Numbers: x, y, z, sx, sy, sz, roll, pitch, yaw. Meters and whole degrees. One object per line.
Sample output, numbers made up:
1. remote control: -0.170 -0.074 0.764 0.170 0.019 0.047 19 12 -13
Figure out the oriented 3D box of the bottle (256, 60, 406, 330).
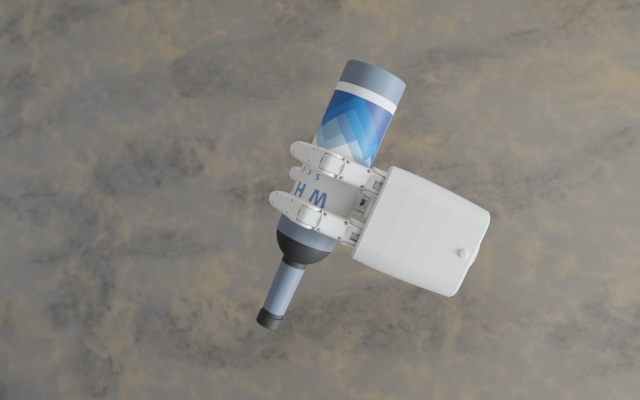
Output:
1. bottle: 0.000 0.001 0.512 0.069 0.296 0.069 23 5 -2
